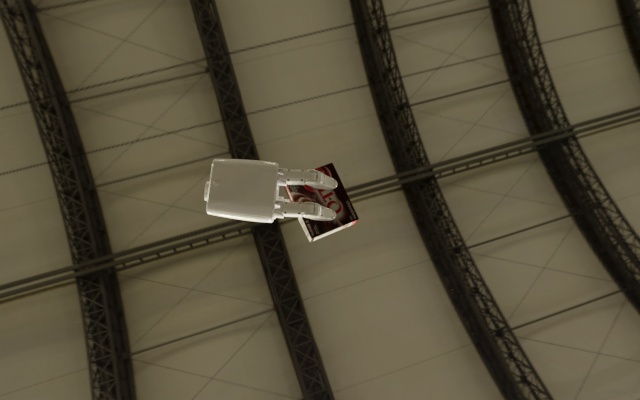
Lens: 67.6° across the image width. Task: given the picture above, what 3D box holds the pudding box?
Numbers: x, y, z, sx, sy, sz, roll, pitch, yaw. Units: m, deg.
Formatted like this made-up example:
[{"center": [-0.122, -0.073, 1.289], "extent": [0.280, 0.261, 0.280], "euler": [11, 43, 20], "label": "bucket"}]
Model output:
[{"center": [0.000, 0.003, 0.807], "extent": [0.090, 0.113, 0.039], "euler": [-22, -11, -15], "label": "pudding box"}]
